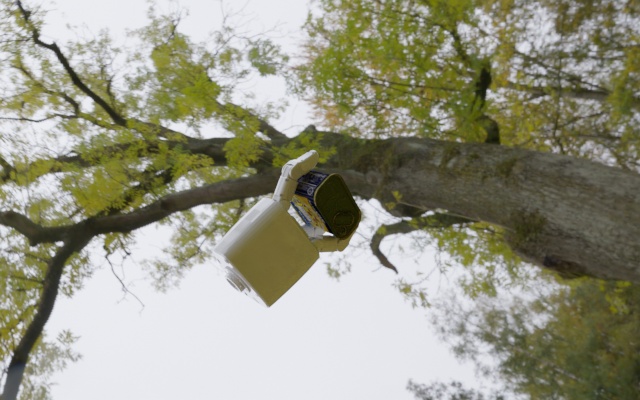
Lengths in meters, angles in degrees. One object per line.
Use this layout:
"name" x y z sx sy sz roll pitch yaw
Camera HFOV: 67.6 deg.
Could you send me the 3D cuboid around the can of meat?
"can of meat" 0.000 0.002 0.704 0.084 0.057 0.102 17 -32 47
